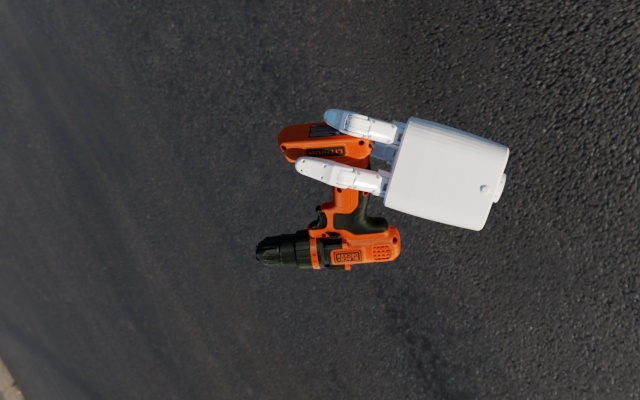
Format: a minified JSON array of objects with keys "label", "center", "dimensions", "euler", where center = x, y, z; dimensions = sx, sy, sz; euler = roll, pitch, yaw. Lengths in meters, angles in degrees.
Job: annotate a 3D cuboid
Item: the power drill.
[{"label":"power drill","center":[0.000,0.001,0.572],"dimensions":[0.184,0.188,0.057],"euler":[-6,32,4]}]
